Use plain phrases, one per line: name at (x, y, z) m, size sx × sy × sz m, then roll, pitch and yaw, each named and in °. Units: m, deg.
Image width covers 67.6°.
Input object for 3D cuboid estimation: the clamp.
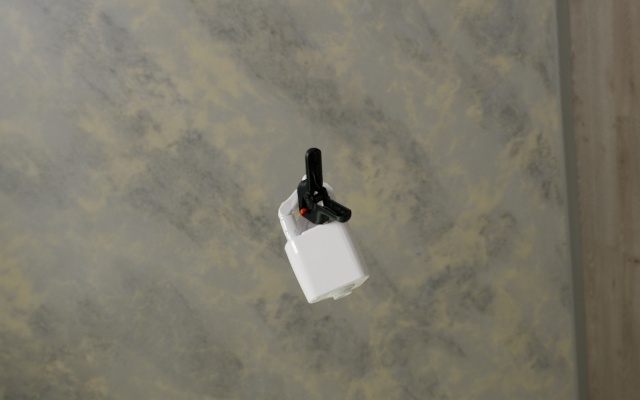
clamp at (-0.001, 0.003, 0.760) m, size 0.039 × 0.120 × 0.171 m, roll -19°, pitch -19°, yaw -15°
